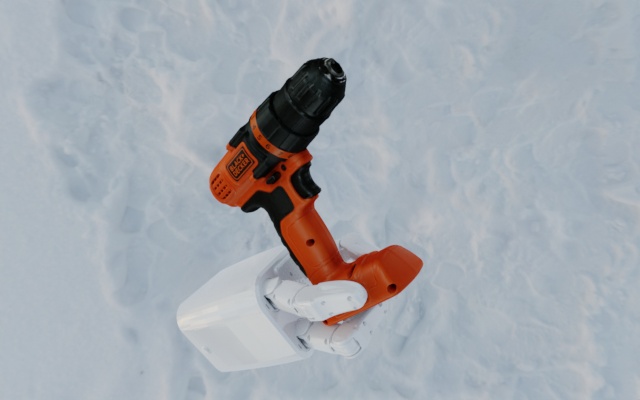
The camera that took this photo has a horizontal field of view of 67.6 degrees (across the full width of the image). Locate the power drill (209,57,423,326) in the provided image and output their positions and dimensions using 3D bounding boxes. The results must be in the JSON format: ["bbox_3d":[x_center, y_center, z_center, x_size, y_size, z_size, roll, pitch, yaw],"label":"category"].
[{"bbox_3d":[0.000,0.002,0.401,0.057,0.187,0.184,-32,-6,-45],"label":"power drill"}]
